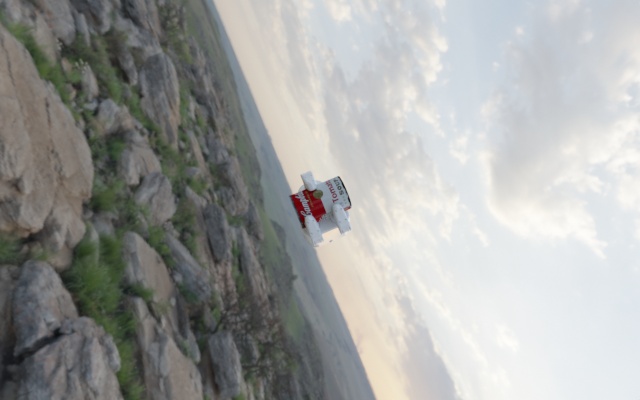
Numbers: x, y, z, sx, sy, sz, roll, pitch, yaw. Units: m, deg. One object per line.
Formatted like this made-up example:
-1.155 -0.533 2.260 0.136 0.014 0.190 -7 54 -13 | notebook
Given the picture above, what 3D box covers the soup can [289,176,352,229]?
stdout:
0.000 0.003 0.895 0.102 0.068 0.068 -22 1 -3 | soup can
